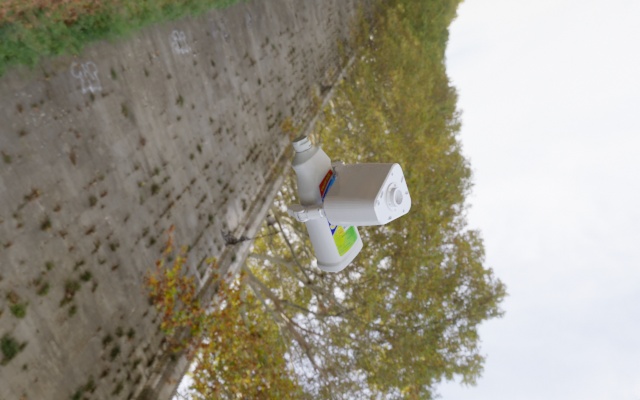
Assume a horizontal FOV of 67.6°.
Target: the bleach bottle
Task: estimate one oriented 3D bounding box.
[{"bbox_3d":[0.000,0.003,0.887,0.068,0.251,0.102,1,31,42],"label":"bleach bottle"}]
